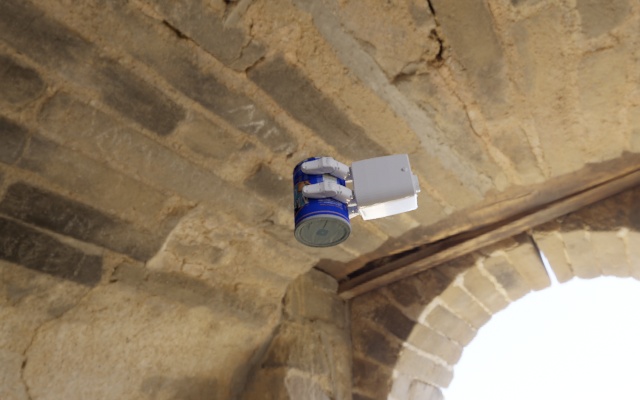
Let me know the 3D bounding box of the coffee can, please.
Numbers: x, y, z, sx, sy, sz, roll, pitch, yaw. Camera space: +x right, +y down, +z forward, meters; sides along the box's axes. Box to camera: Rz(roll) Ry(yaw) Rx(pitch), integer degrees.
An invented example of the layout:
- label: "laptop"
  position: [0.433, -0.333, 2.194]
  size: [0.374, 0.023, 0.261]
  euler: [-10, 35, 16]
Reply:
- label: "coffee can"
  position: [0.000, 0.003, 0.894]
  size: [0.103, 0.140, 0.103]
  euler: [-3, -36, -2]
